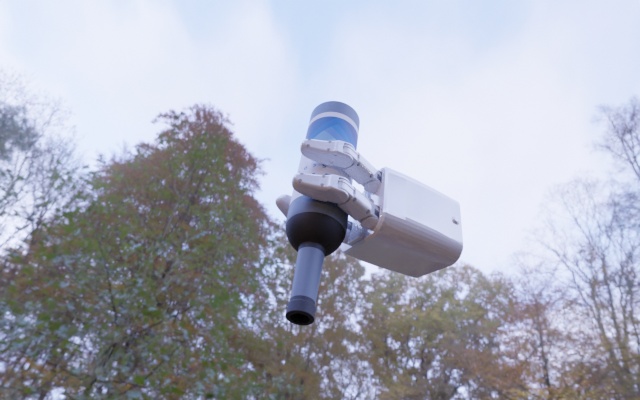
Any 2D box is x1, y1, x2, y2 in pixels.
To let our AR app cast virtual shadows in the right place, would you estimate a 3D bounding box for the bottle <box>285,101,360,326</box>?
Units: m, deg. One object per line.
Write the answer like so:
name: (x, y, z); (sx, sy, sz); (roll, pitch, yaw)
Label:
bottle: (0.000, 0.002, 0.540); (0.069, 0.295, 0.069); (6, -42, 5)
